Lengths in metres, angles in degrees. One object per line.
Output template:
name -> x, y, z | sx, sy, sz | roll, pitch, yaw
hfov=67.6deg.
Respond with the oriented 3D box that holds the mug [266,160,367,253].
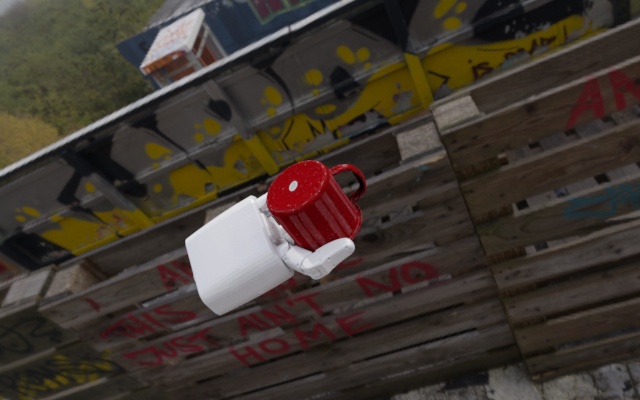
mug -> 0.001, 0.001, 0.555 | 0.117, 0.081, 0.093 | -33, 38, 4
